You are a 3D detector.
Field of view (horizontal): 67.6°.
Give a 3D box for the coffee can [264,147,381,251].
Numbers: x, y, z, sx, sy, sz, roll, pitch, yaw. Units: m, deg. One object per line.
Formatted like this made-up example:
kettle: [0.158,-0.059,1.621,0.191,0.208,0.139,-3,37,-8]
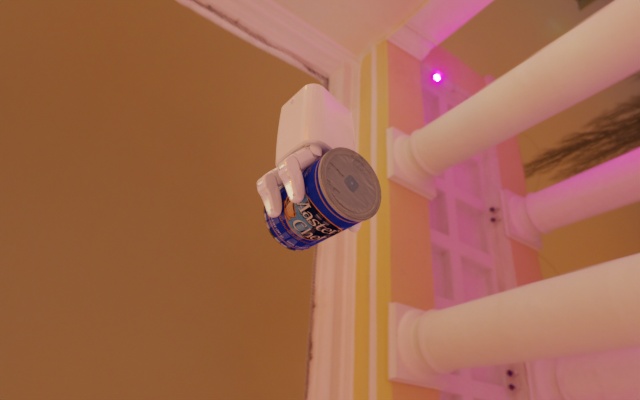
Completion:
coffee can: [0.000,0.002,0.667,0.103,0.102,0.140,0,-21,-40]
